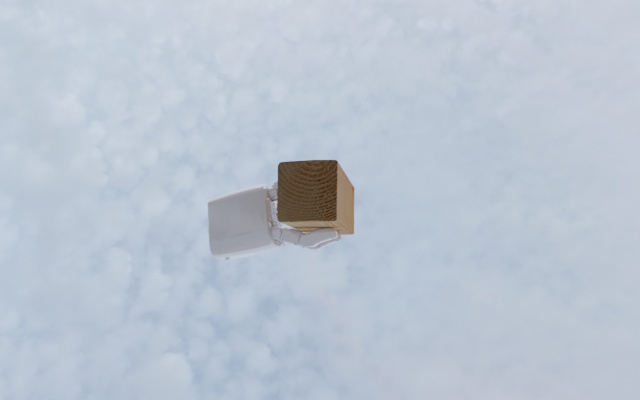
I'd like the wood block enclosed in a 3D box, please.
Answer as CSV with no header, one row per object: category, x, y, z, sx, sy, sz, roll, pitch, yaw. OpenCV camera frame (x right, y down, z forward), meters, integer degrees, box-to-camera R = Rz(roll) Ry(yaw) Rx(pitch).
wood block,0.000,0.002,0.780,0.090,0.091,0.206,-2,-9,10
